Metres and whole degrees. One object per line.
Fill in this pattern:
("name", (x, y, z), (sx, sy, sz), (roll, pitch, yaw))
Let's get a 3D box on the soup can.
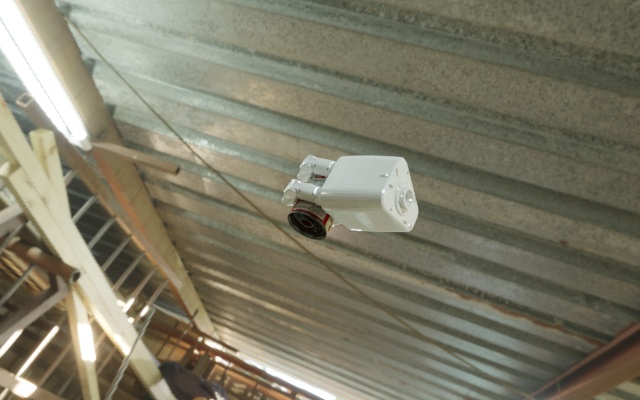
("soup can", (0.000, 0.002, 0.765), (0.068, 0.102, 0.069), (21, -32, 14))
